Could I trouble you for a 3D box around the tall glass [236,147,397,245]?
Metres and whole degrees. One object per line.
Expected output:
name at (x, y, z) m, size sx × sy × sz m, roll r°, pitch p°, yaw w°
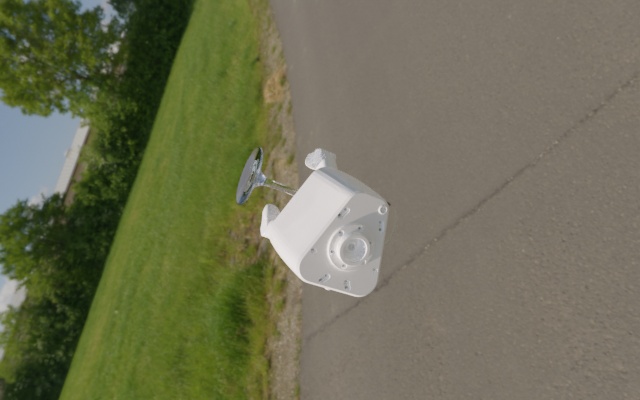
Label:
tall glass at (-0.001, 0.002, 0.610) m, size 0.201 × 0.079 × 0.079 m, roll 20°, pitch -8°, yaw -23°
